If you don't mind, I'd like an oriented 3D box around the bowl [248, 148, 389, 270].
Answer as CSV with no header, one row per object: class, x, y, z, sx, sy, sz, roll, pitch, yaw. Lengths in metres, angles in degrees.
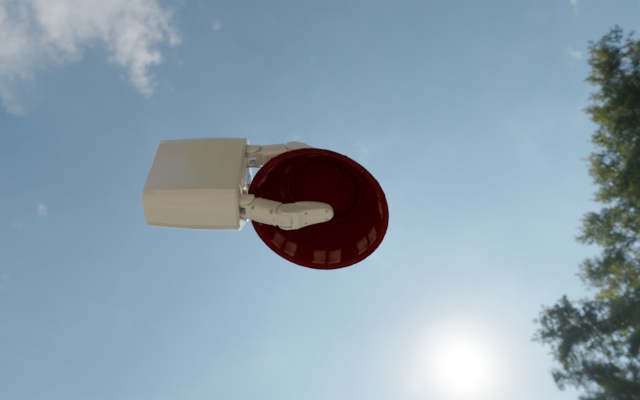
bowl,0.001,0.002,0.555,0.162,0.162,0.055,0,31,12
